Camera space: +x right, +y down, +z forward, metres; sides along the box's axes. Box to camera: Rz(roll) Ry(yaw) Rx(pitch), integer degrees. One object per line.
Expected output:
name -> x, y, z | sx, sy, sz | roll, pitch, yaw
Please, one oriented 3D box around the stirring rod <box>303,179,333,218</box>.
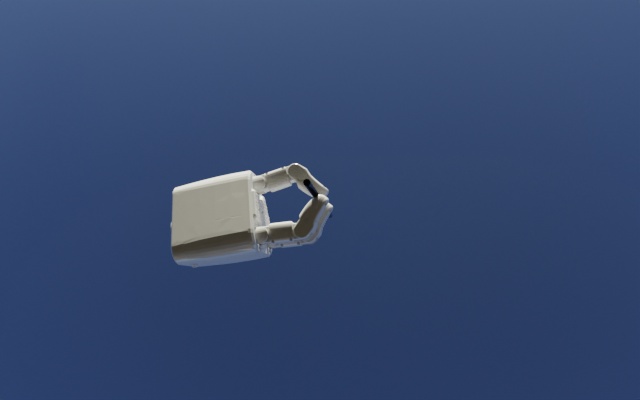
stirring rod -> 0.000, 0.002, 0.629 | 0.011, 0.011, 0.239 | 0, -10, 7
